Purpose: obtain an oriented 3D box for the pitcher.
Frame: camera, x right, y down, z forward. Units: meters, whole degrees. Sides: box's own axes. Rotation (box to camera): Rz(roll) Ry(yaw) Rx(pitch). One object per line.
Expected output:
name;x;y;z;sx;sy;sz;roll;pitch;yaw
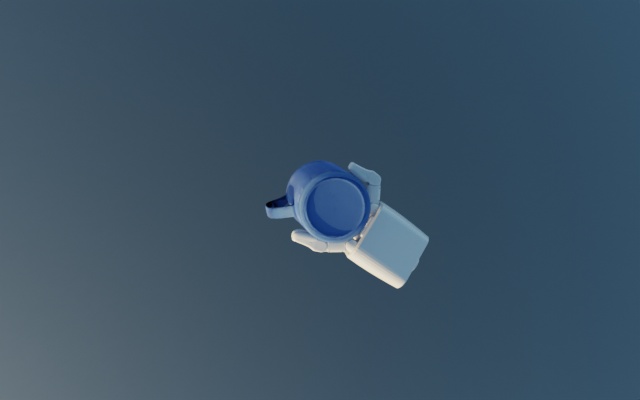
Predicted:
pitcher;0.000;0.003;0.811;0.145;0.149;0.243;34;1;-7
